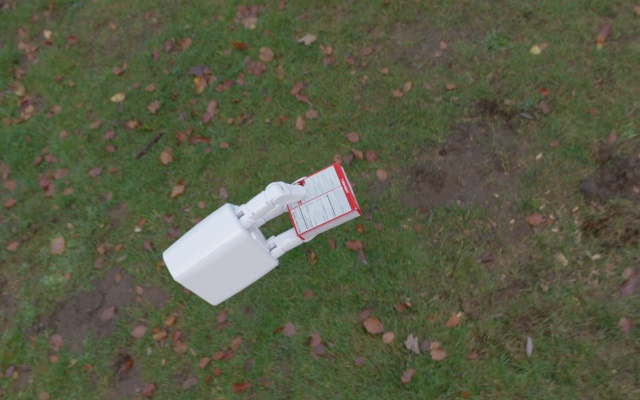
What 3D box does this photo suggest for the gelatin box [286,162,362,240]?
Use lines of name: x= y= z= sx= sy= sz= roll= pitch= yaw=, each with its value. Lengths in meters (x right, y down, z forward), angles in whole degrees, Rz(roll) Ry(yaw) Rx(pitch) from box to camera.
gelatin box: x=0.000 y=0.002 z=0.634 sx=0.089 sy=0.073 sz=0.030 roll=-26 pitch=-24 yaw=10
